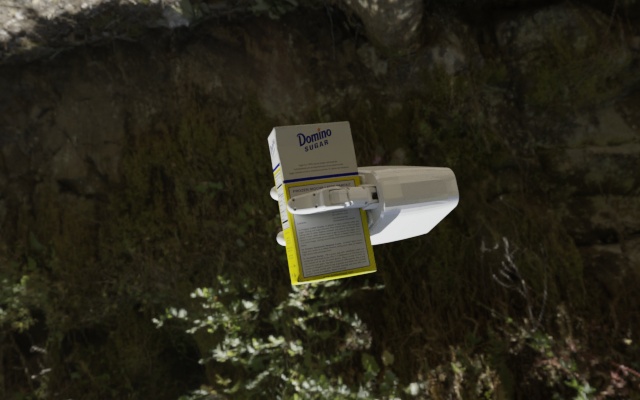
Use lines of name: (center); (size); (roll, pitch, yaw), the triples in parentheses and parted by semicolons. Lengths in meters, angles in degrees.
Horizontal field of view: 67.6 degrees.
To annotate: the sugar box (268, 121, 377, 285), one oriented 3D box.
sugar box: (0.000, 0.002, 0.547); (0.093, 0.176, 0.048); (-7, -10, -18)
